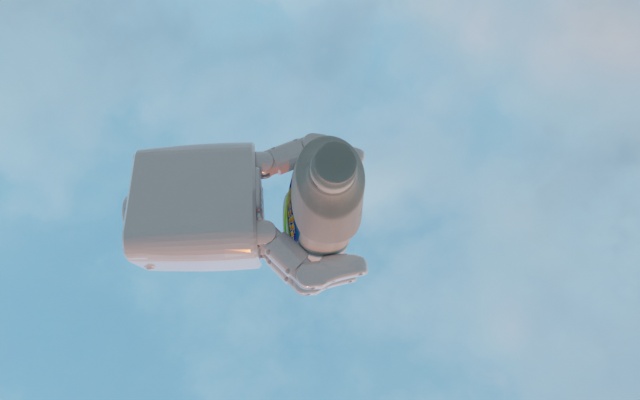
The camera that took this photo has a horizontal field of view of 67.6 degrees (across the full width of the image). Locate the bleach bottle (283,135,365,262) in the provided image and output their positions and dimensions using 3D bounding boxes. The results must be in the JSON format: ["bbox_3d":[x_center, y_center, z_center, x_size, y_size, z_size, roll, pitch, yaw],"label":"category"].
[{"bbox_3d":[0.000,0.002,0.426,0.068,0.102,0.251,-2,-16,-5],"label":"bleach bottle"}]
